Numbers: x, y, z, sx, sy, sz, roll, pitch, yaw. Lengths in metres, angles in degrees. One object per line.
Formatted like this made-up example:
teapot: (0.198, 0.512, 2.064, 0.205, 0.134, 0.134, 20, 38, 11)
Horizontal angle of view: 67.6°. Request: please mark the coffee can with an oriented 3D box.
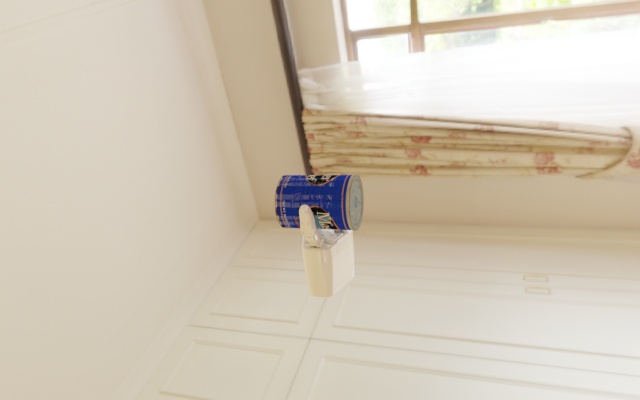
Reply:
coffee can: (0.000, 0.003, 0.883, 0.140, 0.103, 0.103, 1, 0, 19)
